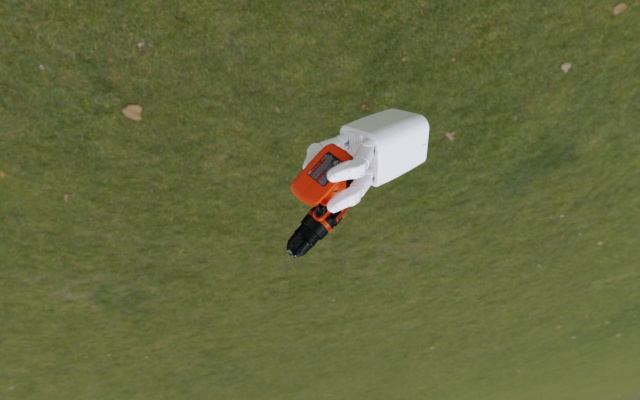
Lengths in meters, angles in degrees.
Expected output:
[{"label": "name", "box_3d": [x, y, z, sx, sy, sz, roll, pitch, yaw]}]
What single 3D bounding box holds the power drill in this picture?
[{"label": "power drill", "box_3d": [0.000, 0.002, 0.791, 0.057, 0.184, 0.188, 36, -14, 16]}]
